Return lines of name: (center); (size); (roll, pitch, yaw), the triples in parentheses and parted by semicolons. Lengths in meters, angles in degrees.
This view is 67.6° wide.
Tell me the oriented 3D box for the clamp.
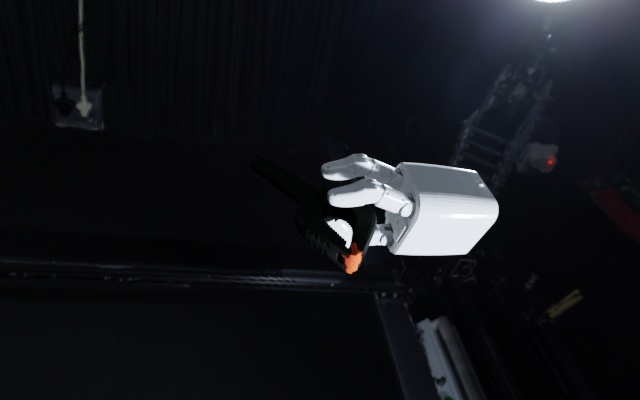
clamp: (0.000, 0.003, 0.573); (0.164, 0.036, 0.209); (1, 38, -10)
